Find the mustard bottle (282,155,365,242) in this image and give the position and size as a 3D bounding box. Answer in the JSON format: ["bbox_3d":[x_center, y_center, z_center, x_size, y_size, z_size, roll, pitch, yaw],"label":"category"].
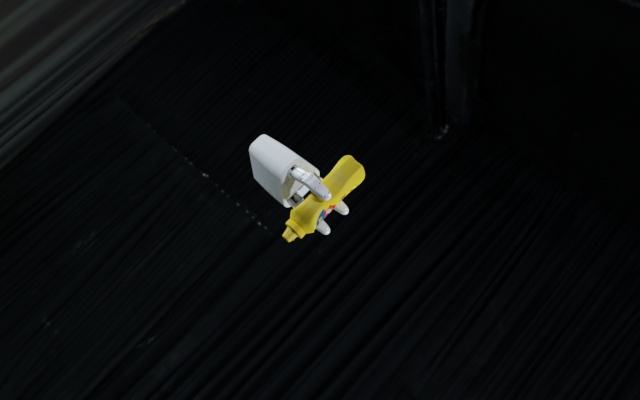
[{"bbox_3d":[0.001,0.003,0.896,0.058,0.191,0.096,43,-12,6],"label":"mustard bottle"}]
